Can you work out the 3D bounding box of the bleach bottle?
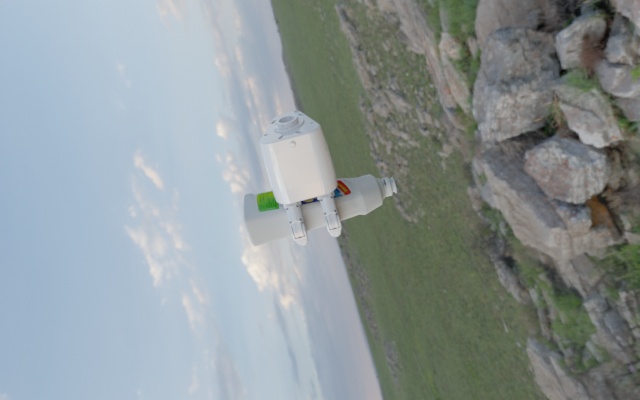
[{"bbox_3d":[0.000,0.003,0.798,0.251,0.068,0.102,-15,30,0],"label":"bleach bottle"}]
